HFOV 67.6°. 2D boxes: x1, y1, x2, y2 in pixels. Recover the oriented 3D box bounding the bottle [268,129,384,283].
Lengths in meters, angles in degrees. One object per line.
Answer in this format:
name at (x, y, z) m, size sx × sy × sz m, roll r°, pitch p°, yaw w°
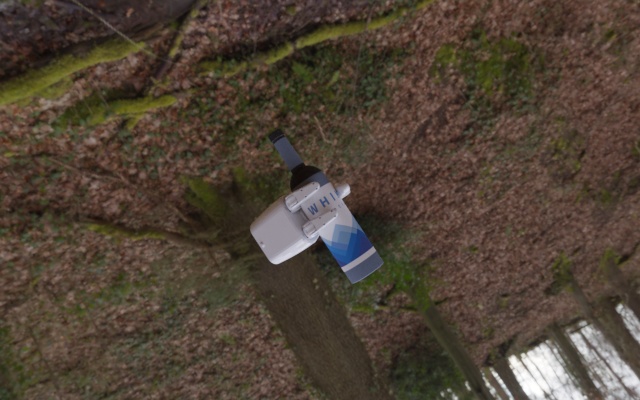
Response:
bottle at (0.000, 0.003, 0.833) m, size 0.069 × 0.295 × 0.069 m, roll -34°, pitch -4°, yaw -2°
